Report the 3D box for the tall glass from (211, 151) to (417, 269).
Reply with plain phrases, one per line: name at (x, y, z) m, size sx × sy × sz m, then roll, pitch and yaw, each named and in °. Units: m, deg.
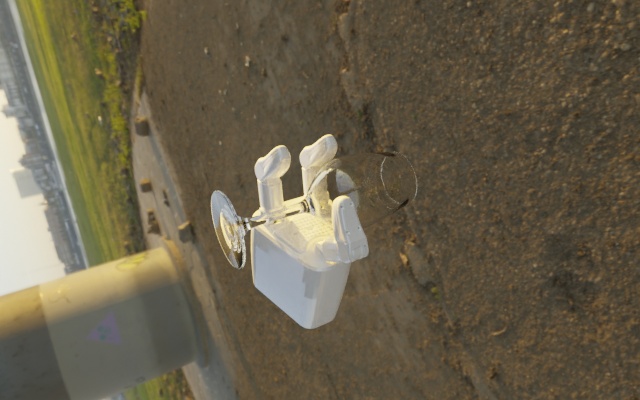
tall glass at (0.000, 0.002, 0.475) m, size 0.201 × 0.079 × 0.079 m, roll -17°, pitch 8°, yaw -27°
